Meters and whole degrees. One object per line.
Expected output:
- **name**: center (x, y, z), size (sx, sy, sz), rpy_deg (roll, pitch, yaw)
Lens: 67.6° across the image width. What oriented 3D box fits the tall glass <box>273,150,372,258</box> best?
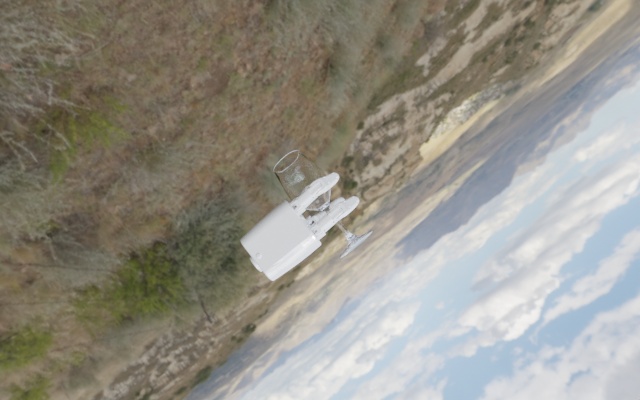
- **tall glass**: center (0.001, 0.003, 0.858), size (0.079, 0.201, 0.079), rpy_deg (-38, -11, -9)
